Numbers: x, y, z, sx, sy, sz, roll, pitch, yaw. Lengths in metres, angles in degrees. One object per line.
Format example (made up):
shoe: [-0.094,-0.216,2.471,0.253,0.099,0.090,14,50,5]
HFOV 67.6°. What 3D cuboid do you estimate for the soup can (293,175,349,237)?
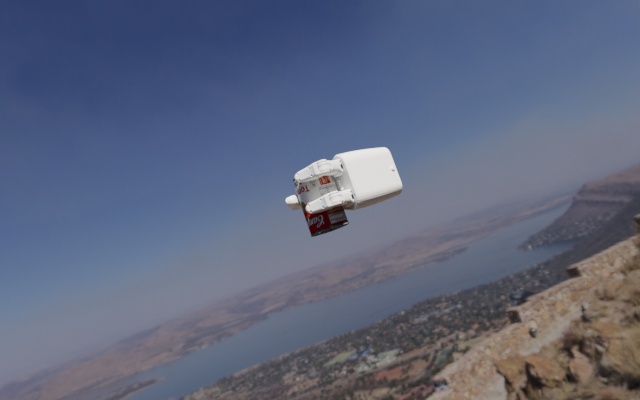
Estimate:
soup can: [0.000,0.003,0.809,0.068,0.102,0.068,-19,-7,-3]
